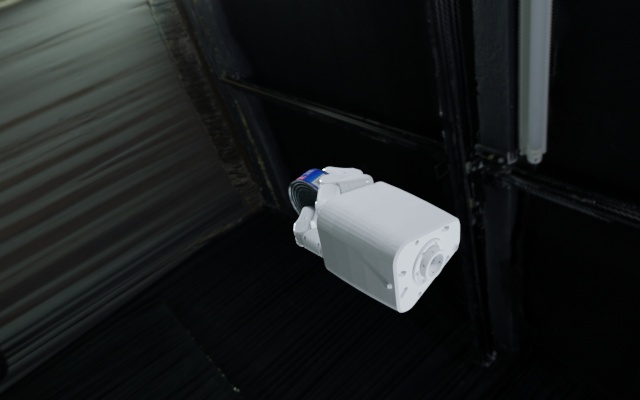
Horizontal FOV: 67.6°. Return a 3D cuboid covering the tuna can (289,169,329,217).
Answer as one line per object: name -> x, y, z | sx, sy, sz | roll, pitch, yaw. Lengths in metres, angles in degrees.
tuna can -> 0.000, 0.002, 0.619 | 0.033, 0.086, 0.086 | -39, 21, -28
